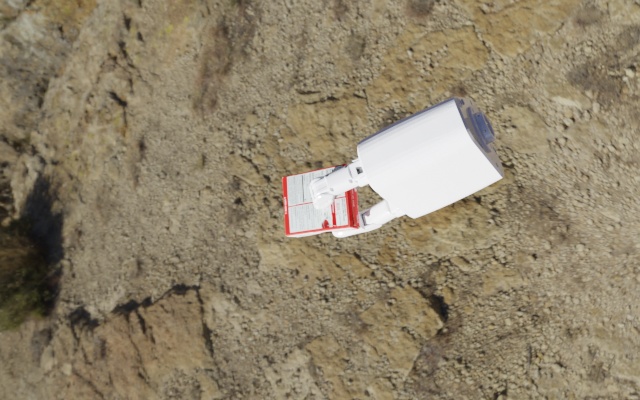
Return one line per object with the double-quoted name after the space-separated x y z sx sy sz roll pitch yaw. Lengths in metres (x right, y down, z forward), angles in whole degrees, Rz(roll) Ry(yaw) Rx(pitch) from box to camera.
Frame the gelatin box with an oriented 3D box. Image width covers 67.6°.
0.000 0.002 0.562 0.089 0.073 0.030 -10 -12 27 "gelatin box"
